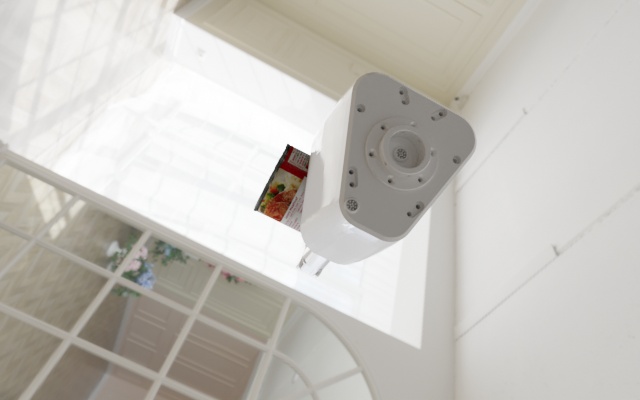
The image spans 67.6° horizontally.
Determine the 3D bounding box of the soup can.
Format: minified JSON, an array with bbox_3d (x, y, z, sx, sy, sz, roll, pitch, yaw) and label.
[{"bbox_3d":[0.000,0.002,0.432,0.102,0.068,0.068,27,-3,-6],"label":"soup can"}]
